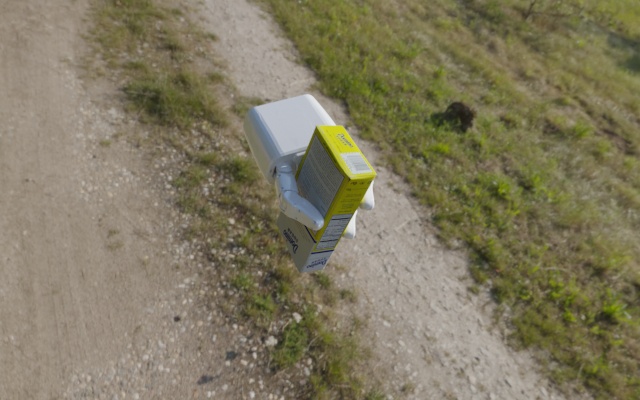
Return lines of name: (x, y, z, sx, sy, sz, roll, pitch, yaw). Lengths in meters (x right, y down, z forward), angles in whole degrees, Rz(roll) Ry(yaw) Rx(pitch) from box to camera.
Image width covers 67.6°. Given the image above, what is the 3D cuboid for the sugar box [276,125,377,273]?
sugar box: (0.001, 0.002, 0.607, 0.048, 0.093, 0.176, -6, -41, -30)
